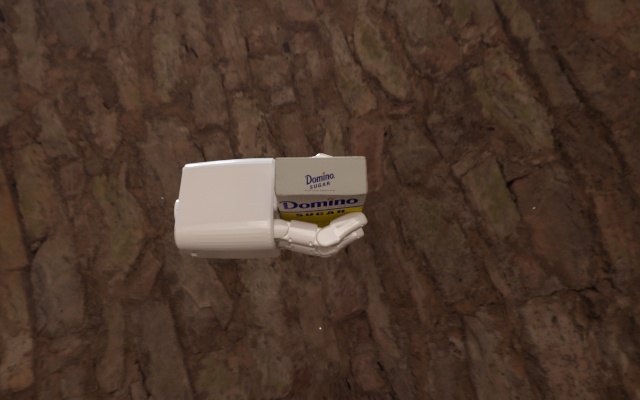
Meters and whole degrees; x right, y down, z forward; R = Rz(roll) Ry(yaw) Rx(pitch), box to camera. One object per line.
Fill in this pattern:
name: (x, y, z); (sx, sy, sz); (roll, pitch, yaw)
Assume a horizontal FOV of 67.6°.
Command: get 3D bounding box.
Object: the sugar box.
sugar box: (0.000, 0.002, 0.548); (0.093, 0.048, 0.176); (-1, -15, 0)
